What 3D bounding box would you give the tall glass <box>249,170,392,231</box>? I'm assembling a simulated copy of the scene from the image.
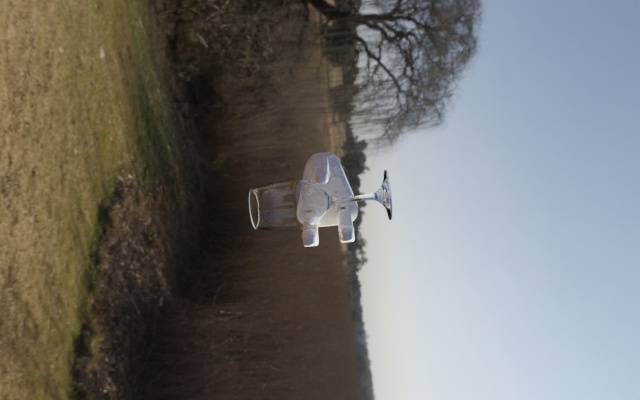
[{"bbox_3d":[0.001,0.002,0.700,0.201,0.079,0.079,-6,0,2],"label":"tall glass"}]
